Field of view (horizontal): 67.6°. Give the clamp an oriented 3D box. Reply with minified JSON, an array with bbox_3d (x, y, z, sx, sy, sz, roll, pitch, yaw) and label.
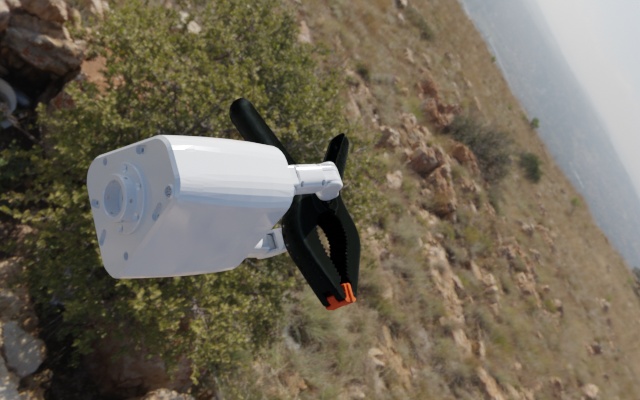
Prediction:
[{"bbox_3d":[0.001,0.002,0.479,0.036,0.210,0.164,-30,-19,36],"label":"clamp"}]
